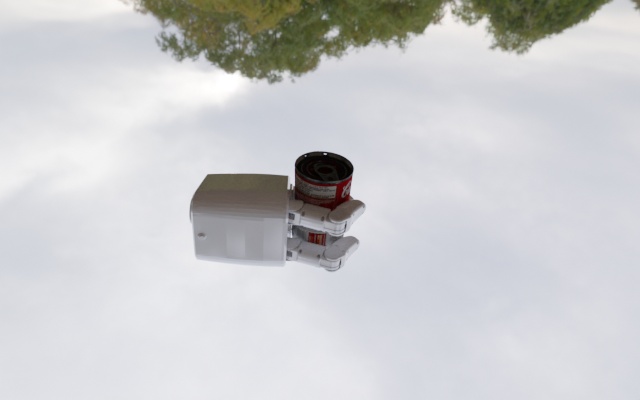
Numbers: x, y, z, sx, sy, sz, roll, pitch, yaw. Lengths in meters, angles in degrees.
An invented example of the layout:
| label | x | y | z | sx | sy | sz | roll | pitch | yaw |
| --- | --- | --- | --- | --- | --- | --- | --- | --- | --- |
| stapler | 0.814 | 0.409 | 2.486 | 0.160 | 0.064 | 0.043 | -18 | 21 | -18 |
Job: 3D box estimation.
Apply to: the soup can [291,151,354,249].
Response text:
| label | x | y | z | sx | sy | sz | roll | pitch | yaw |
| --- | --- | --- | --- | --- | --- | --- | --- | --- | --- |
| soup can | 0.001 | 0.002 | 0.570 | 0.068 | 0.102 | 0.068 | 4 | 35 | -3 |
